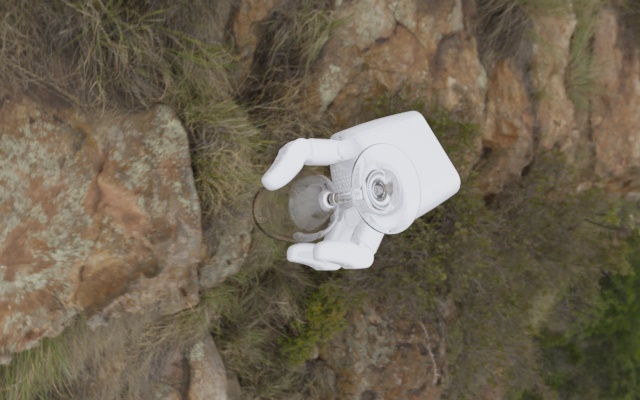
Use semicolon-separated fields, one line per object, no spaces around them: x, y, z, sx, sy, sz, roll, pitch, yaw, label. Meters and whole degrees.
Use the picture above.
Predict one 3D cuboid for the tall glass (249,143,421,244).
0.000;0.001;0.466;0.079;0.079;0.201;0;-7;-34;tall glass
